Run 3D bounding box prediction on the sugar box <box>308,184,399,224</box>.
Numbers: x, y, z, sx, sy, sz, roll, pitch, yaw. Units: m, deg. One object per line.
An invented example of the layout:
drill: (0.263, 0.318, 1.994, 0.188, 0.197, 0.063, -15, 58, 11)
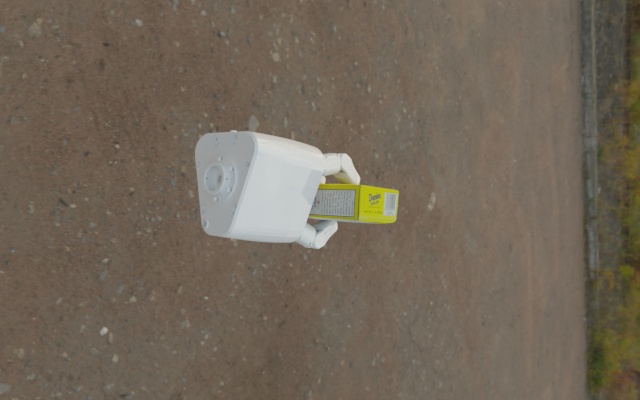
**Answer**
sugar box: (0.000, 0.001, 0.609, 0.176, 0.048, 0.093, 5, -1, 36)
